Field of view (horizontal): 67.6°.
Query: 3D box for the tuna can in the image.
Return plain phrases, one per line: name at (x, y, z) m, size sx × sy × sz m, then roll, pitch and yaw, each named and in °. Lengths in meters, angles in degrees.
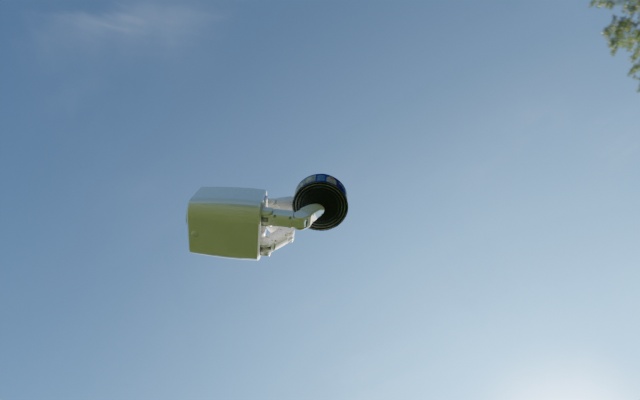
tuna can at (0.000, 0.002, 0.741) m, size 0.086 × 0.086 × 0.033 m, roll 0°, pitch 28°, yaw 3°
